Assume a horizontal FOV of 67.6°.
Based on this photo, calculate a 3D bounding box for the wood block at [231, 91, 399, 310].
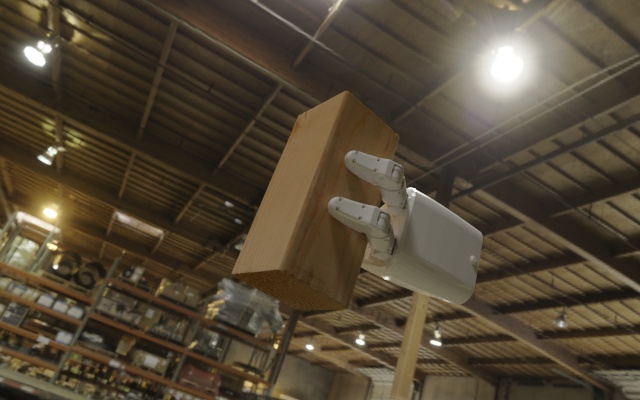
[{"bbox_3d":[0.000,0.002,0.505,0.090,0.206,0.091,35,-30,-27],"label":"wood block"}]
